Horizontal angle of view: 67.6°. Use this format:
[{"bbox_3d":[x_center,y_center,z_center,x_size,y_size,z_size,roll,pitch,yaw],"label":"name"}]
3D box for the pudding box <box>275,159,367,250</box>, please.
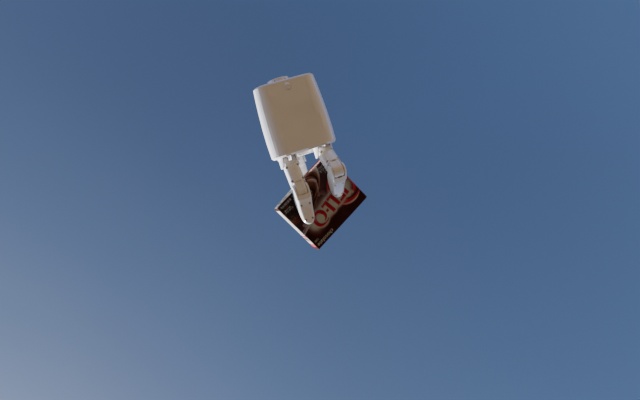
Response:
[{"bbox_3d":[0.000,0.002,0.720,0.090,0.113,0.039,45,-9,-11],"label":"pudding box"}]
